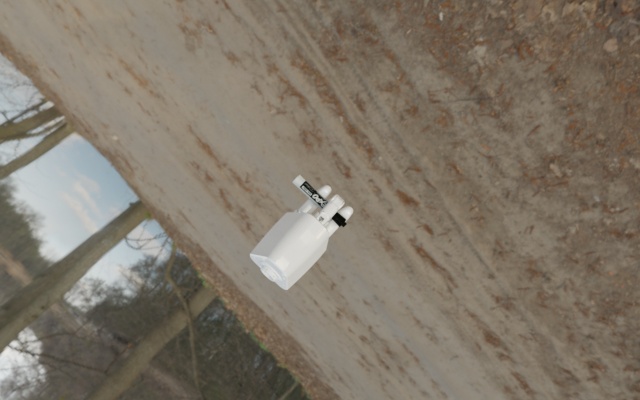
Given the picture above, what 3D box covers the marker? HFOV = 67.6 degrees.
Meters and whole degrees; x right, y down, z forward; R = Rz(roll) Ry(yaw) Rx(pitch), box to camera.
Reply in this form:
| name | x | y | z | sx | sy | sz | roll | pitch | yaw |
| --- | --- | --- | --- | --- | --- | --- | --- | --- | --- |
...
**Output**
| name | x | y | z | sx | sy | sz | roll | pitch | yaw |
| --- | --- | --- | --- | --- | --- | --- | --- | --- | --- |
| marker | 0.000 | 0.003 | 0.844 | 0.121 | 0.020 | 0.020 | 44 | -2 | -2 |
